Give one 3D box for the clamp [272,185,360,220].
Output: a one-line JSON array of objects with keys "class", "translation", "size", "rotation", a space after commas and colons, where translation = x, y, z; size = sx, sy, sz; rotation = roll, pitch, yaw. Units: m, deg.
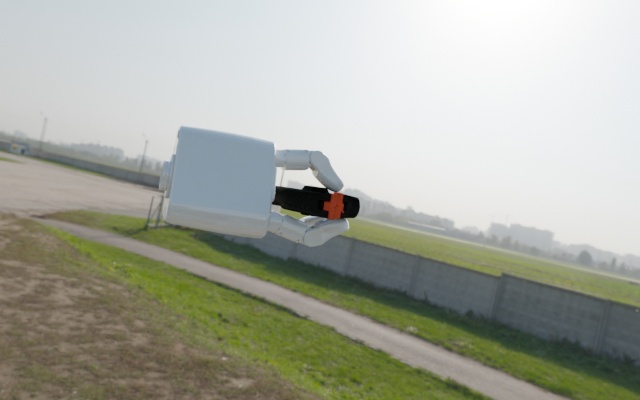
[{"class": "clamp", "translation": [0.000, 0.001, 0.587], "size": [0.164, 0.036, 0.210], "rotation": [7, 1, -21]}]
